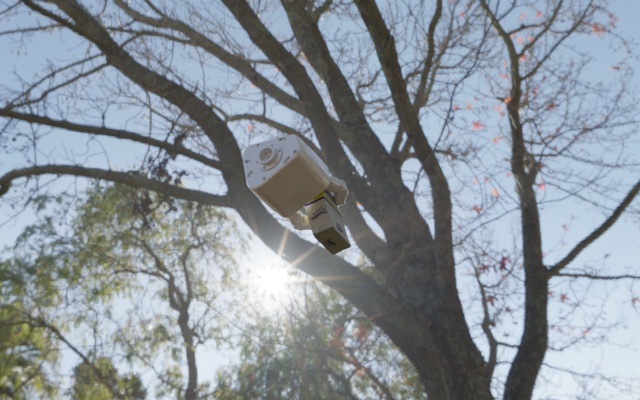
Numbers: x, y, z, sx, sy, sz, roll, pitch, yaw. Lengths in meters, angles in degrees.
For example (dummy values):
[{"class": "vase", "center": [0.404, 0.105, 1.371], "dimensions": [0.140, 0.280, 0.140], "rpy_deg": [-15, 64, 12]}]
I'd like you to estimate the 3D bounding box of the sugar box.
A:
[{"class": "sugar box", "center": [0.000, 0.003, 0.876], "dimensions": [0.048, 0.176, 0.093], "rpy_deg": [-23, -35, 13]}]
